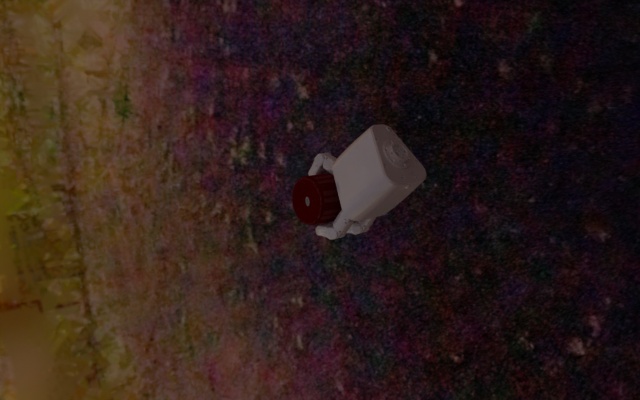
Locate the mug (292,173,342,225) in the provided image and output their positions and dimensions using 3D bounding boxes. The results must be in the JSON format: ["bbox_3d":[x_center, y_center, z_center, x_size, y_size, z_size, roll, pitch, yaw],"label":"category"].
[{"bbox_3d":[-0.001,0.003,0.813,0.081,0.093,0.117,-9,-26,-40],"label":"mug"}]
